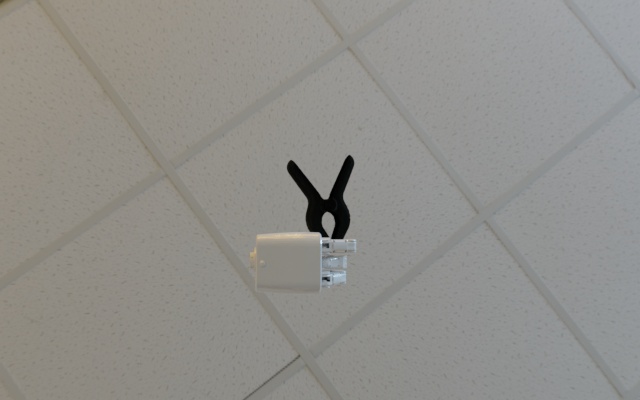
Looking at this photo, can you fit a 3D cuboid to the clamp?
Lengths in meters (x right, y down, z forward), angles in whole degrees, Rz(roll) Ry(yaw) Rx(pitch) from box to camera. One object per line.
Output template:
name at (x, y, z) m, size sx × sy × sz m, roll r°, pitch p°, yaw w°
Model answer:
clamp at (0.000, 0.003, 0.823) m, size 0.120 × 0.171 × 0.039 m, roll 2°, pitch -7°, yaw -10°
